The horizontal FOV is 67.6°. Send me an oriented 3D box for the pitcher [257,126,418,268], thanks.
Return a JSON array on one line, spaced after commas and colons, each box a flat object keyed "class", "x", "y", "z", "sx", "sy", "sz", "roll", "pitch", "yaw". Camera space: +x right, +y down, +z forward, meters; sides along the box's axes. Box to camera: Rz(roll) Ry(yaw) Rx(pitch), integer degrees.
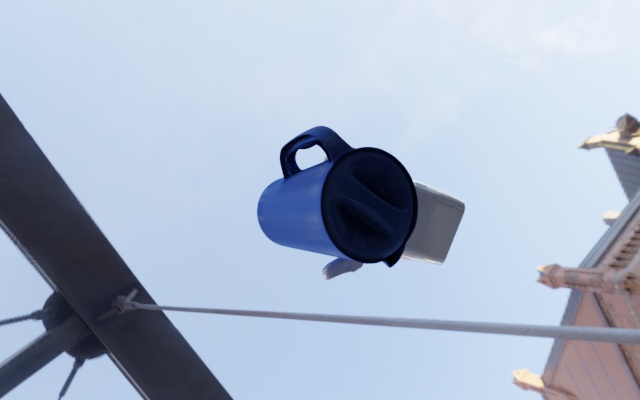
[{"class": "pitcher", "x": 0.000, "y": 0.002, "z": 0.638, "sx": 0.145, "sy": 0.149, "sz": 0.243, "roll": 14, "pitch": -10, "yaw": -27}]
